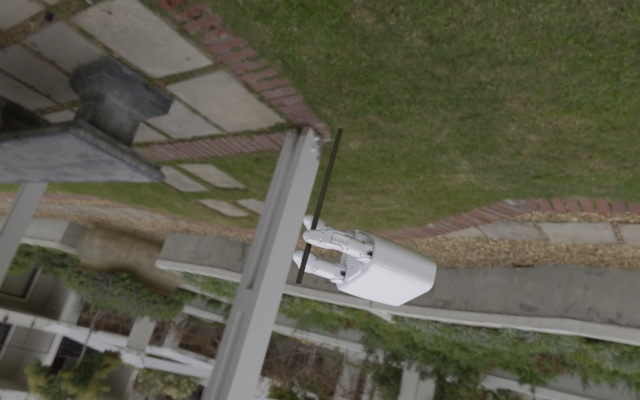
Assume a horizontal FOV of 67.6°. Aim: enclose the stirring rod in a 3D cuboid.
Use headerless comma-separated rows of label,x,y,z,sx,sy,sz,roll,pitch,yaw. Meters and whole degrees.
stirring rod,0.000,0.002,0.685,0.011,0.239,0.011,14,-18,5
